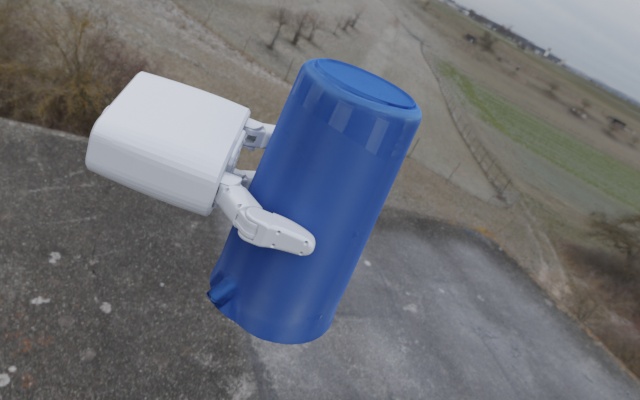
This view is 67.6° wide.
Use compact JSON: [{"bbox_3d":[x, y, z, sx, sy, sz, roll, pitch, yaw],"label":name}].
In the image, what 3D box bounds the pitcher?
[{"bbox_3d":[0.000,0.001,0.448,0.145,0.243,0.149,21,26,-7],"label":"pitcher"}]
